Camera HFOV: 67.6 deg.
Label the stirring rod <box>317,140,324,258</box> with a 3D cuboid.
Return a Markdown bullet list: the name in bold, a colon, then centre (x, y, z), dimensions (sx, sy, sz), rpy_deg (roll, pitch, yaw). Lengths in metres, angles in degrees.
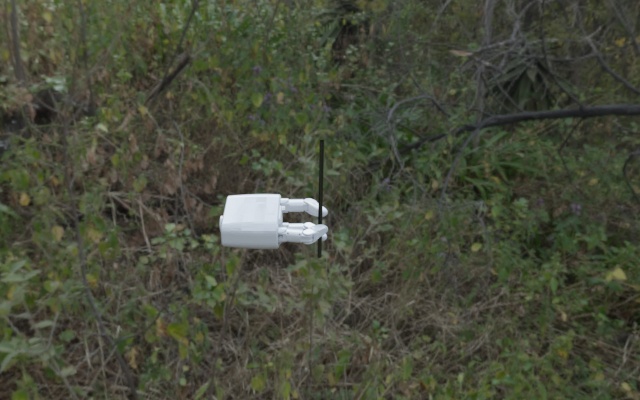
- **stirring rod**: centre (0.000, 0.003, 0.898), dimensions (0.011, 0.240, 0.011), rpy_deg (1, 25, 0)
